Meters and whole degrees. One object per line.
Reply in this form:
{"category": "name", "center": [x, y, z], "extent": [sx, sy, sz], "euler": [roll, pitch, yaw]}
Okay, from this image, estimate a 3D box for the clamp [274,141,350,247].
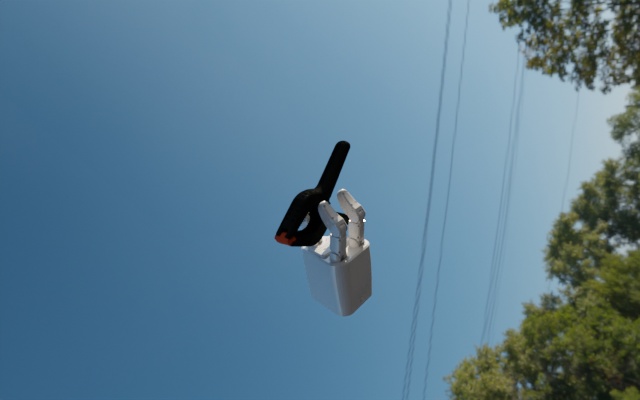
{"category": "clamp", "center": [-0.001, 0.003, 0.786], "extent": [0.036, 0.165, 0.210], "euler": [11, 29, 35]}
